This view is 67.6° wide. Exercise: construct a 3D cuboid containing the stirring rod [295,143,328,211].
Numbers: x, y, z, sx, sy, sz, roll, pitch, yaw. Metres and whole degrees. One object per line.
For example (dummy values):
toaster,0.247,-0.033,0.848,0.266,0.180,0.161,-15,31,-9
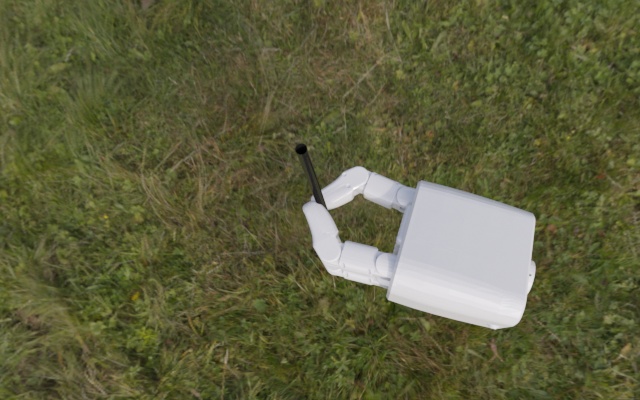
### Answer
stirring rod,0.000,0.001,0.428,0.011,0.011,0.240,0,-17,6
